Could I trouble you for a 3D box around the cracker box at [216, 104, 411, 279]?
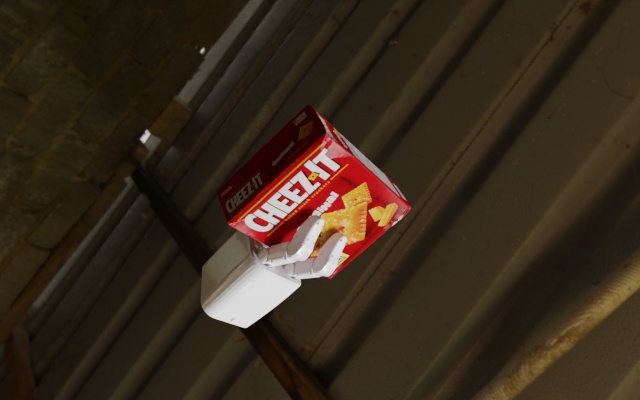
[{"bbox_3d":[0.000,0.002,0.633,0.214,0.164,0.072,35,18,-45],"label":"cracker box"}]
